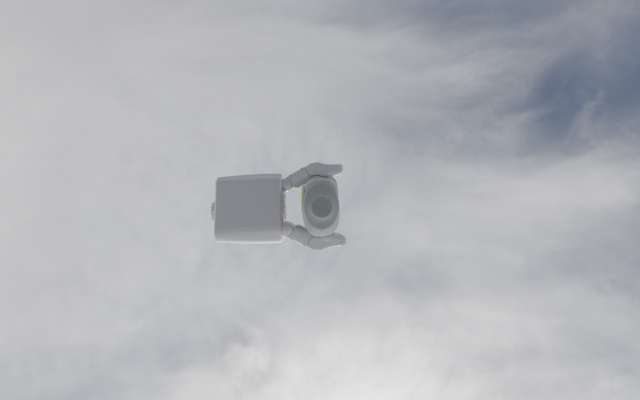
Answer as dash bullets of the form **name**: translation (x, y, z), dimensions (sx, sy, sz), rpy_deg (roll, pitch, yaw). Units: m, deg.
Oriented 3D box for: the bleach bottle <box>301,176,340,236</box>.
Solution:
- **bleach bottle**: translation (0.000, 0.003, 0.759), dimensions (0.068, 0.102, 0.251), rpy_deg (-1, -1, -1)
